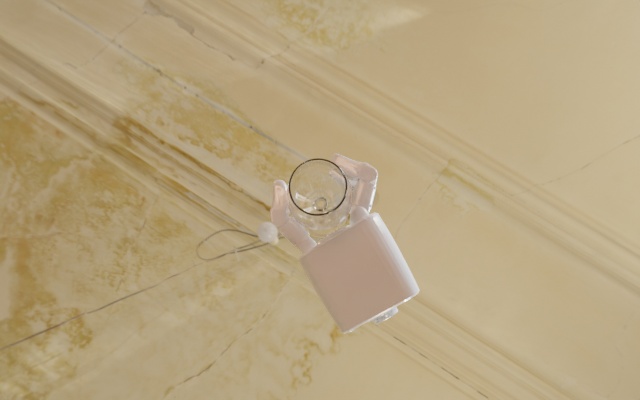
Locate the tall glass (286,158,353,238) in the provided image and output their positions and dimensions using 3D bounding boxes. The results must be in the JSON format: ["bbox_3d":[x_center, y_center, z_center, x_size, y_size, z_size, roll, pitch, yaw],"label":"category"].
[{"bbox_3d":[0.000,0.002,0.596,0.079,0.079,0.201,0,-10,2],"label":"tall glass"}]
